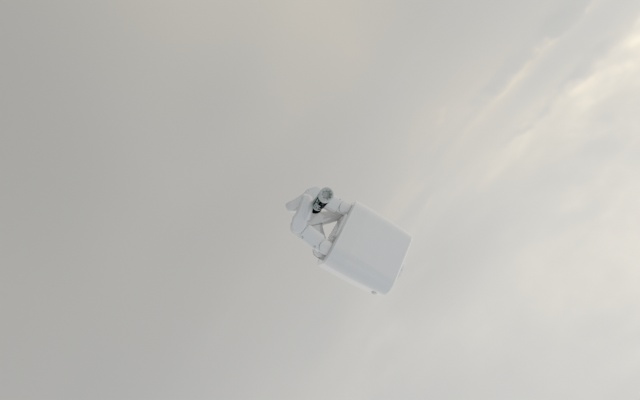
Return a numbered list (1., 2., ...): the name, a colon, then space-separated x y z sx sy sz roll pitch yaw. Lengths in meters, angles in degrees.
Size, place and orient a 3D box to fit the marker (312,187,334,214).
1. marker: 0.000 0.002 0.671 0.020 0.020 0.121 0 -10 -8
